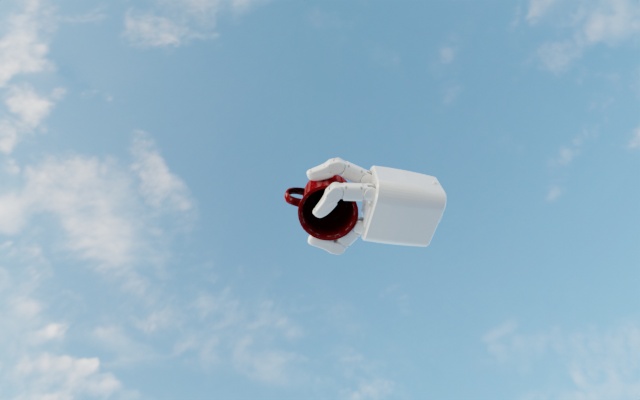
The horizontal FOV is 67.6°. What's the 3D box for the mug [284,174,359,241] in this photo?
[{"bbox_3d":[-0.001,0.002,0.764,0.117,0.093,0.081,11,22,-4],"label":"mug"}]
